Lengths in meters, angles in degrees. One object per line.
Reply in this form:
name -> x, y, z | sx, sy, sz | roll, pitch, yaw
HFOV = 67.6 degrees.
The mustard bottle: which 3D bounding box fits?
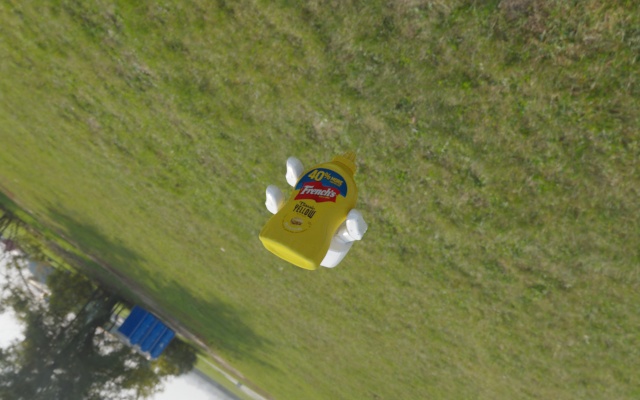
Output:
mustard bottle -> 0.000, 0.002, 0.699 | 0.096, 0.191, 0.058 | 21, -27, 28
